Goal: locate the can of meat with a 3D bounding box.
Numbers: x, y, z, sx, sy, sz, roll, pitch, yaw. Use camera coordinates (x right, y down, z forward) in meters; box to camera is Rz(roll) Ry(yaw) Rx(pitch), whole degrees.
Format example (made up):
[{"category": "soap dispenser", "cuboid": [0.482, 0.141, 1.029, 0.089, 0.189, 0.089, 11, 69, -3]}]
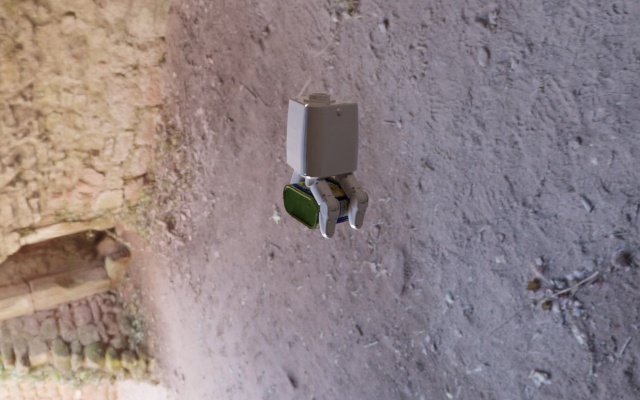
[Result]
[{"category": "can of meat", "cuboid": [0.000, 0.003, 0.760, 0.084, 0.057, 0.102, -12, 27, -35]}]
